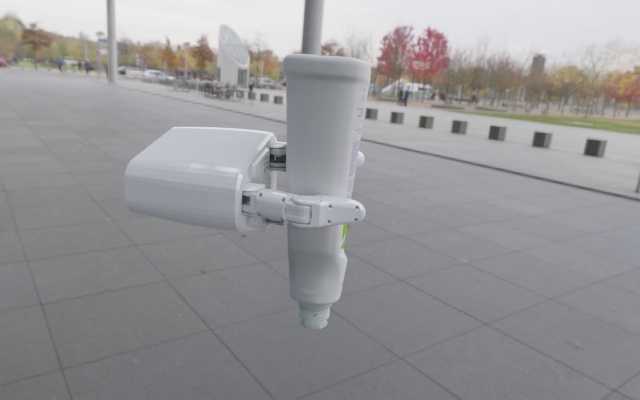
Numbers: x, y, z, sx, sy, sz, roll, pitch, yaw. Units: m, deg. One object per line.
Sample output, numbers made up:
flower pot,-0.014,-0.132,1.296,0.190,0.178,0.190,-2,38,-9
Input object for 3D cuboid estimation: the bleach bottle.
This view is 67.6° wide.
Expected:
bleach bottle,0.000,0.001,0.434,0.068,0.251,0.102,7,14,11
